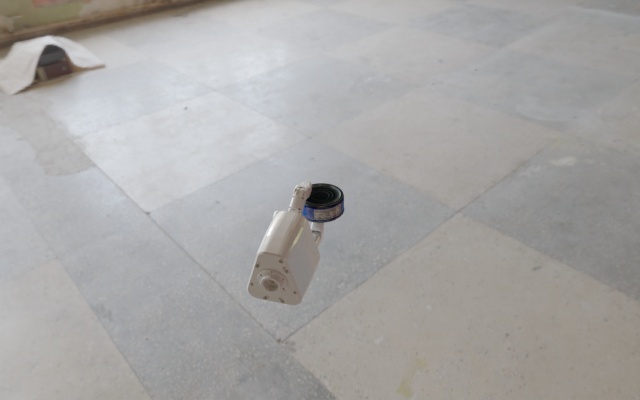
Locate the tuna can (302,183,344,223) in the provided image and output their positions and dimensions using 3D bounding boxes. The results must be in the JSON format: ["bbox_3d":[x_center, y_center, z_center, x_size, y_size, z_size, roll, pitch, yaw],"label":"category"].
[{"bbox_3d":[0.000,0.002,0.858,0.086,0.034,0.086,-1,32,1],"label":"tuna can"}]
